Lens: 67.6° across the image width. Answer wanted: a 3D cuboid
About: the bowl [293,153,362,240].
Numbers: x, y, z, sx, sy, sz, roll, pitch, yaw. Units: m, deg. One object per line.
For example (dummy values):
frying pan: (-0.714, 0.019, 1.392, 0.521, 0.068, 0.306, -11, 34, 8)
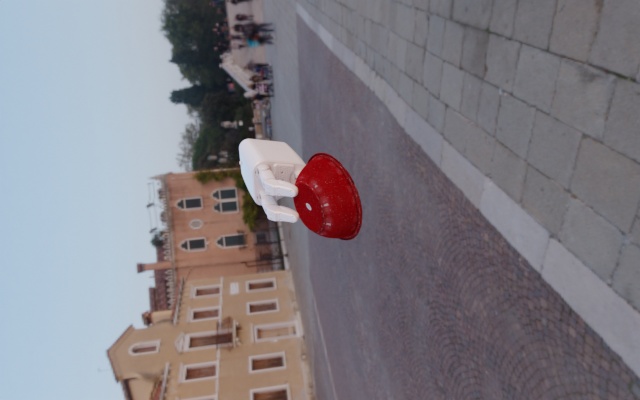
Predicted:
bowl: (0.001, 0.003, 0.816, 0.055, 0.162, 0.162, -23, 12, -30)
